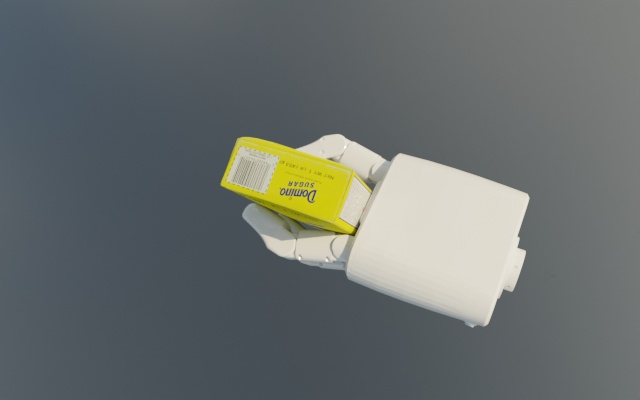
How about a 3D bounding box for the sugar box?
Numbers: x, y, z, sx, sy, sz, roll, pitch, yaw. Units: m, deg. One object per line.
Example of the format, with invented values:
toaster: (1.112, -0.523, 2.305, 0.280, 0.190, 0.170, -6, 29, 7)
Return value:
sugar box: (0.000, 0.002, 0.407, 0.093, 0.048, 0.176, 19, -7, 21)
